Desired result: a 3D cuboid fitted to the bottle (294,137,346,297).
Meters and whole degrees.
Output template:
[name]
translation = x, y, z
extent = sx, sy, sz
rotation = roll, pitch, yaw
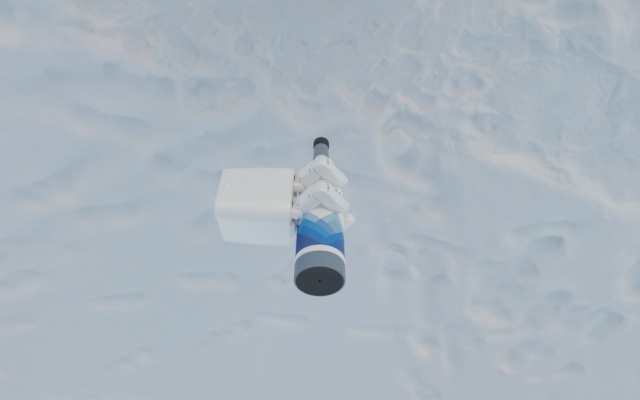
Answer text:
[bottle]
translation = 0.000, 0.003, 0.714
extent = 0.069, 0.069, 0.295
rotation = 0, 44, 1
